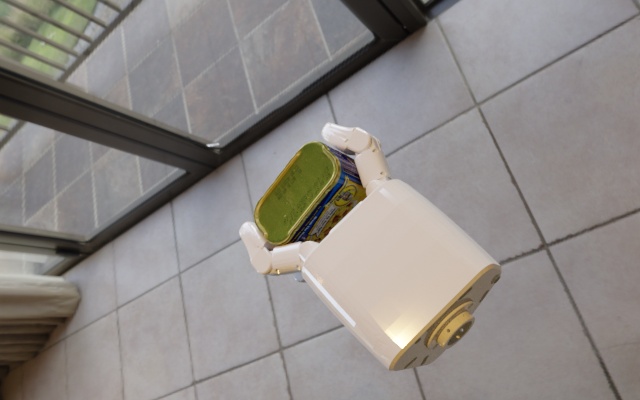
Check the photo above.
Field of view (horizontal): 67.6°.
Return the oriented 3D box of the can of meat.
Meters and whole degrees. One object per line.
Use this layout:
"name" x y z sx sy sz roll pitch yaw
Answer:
"can of meat" 0.000 0.001 0.440 0.084 0.102 0.057 19 24 -53
